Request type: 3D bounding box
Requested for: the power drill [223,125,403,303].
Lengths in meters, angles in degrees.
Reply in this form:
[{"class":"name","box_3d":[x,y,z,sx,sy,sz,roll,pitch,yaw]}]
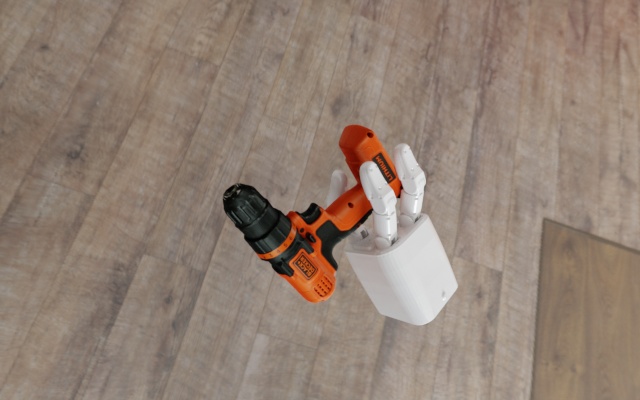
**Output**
[{"class":"power drill","box_3d":[0.001,0.002,0.547,0.057,0.187,0.184,25,-22,52]}]
